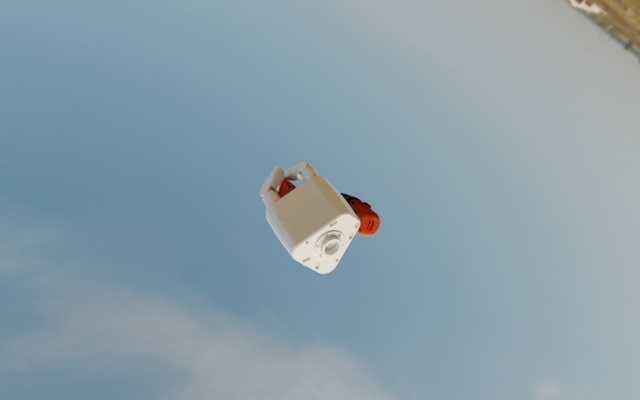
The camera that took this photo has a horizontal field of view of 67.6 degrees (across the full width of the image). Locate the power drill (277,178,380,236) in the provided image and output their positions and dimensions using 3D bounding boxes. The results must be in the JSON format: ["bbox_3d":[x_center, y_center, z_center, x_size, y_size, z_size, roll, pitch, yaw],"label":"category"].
[{"bbox_3d":[0.000,0.003,0.877,0.188,0.057,0.184,14,8,-19],"label":"power drill"}]
